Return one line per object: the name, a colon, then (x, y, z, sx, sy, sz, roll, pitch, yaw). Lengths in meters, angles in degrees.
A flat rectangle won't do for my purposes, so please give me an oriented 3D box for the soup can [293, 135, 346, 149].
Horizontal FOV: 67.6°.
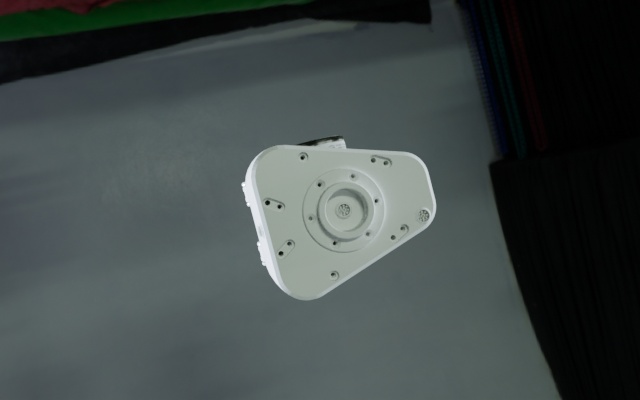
soup can: (0.000, 0.001, 0.416, 0.068, 0.102, 0.068, -15, 1, 0)
